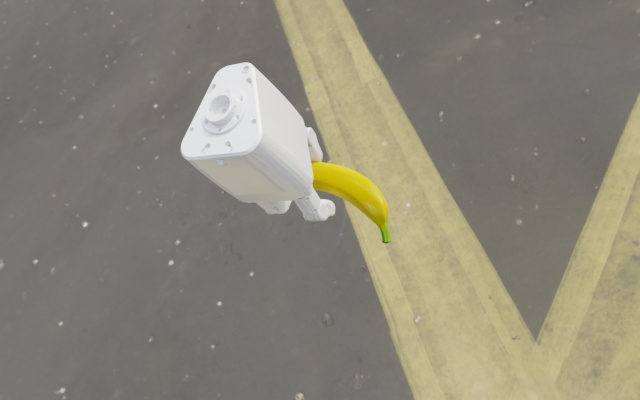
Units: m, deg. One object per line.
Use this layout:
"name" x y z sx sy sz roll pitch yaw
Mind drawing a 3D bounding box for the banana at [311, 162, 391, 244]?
"banana" 0.010 -0.014 0.612 0.197 0.069 0.037 24 3 28
